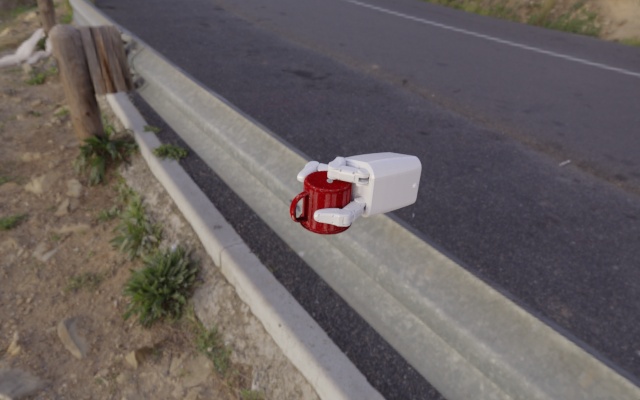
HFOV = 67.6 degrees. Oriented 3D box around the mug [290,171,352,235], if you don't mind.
[{"bbox_3d":[-0.001,0.003,0.814,0.117,0.081,0.093,-13,33,-27],"label":"mug"}]
